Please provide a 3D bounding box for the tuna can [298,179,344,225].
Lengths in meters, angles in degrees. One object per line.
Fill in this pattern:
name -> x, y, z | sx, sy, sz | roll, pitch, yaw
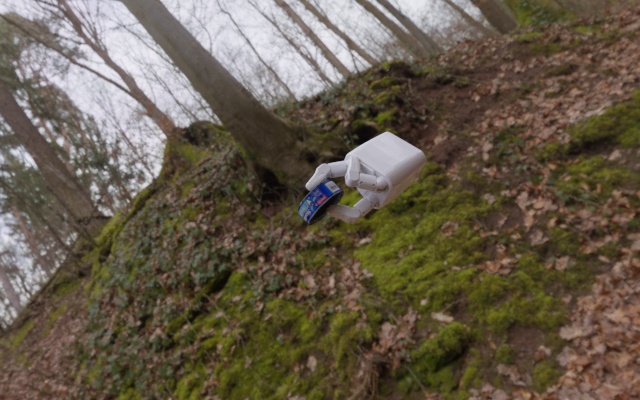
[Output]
tuna can -> 0.000, 0.002, 0.854 | 0.086, 0.033, 0.086 | -42, -13, -12
